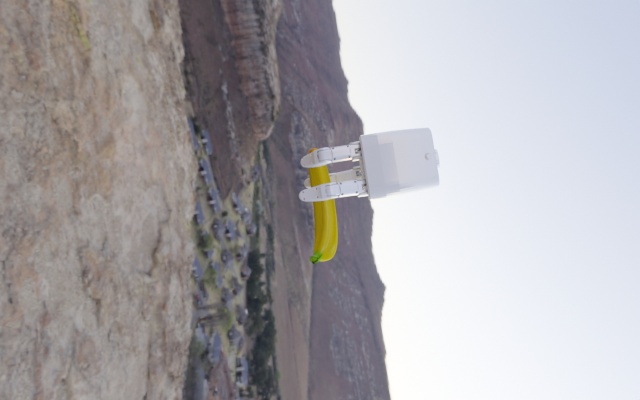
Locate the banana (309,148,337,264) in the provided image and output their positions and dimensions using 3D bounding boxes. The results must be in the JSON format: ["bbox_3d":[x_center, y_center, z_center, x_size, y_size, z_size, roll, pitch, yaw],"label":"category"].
[{"bbox_3d":[0.004,0.014,0.747,0.037,0.197,0.070,-8,-29,8],"label":"banana"}]
